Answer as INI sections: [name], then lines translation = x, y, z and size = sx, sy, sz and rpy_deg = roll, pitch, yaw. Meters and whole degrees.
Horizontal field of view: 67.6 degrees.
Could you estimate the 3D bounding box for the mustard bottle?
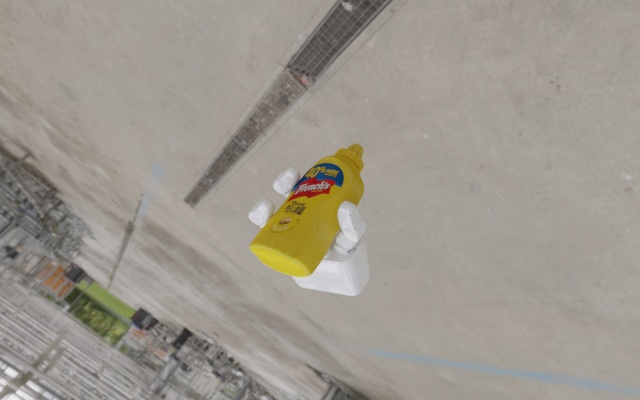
[mustard bottle]
translation = 0.000, 0.002, 0.591
size = 0.096, 0.191, 0.058
rpy_deg = 5, -38, 48
